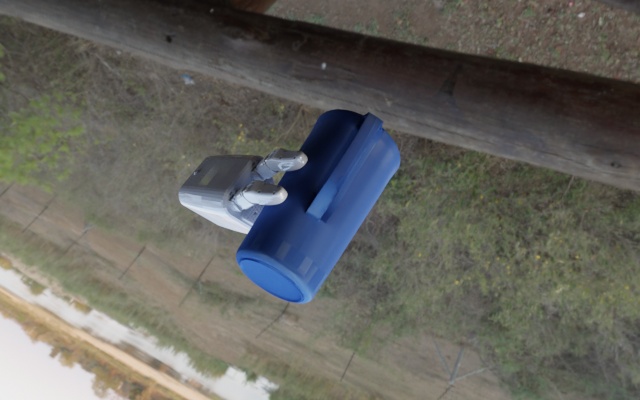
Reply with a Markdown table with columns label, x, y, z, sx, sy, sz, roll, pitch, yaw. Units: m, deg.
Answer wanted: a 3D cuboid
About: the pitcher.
| label | x | y | z | sx | sy | sz | roll | pitch | yaw |
| --- | --- | --- | --- | --- | --- | --- | --- | --- | --- |
| pitcher | 0.000 | 0.002 | 0.615 | 0.145 | 0.242 | 0.149 | 9 | -36 | 37 |
